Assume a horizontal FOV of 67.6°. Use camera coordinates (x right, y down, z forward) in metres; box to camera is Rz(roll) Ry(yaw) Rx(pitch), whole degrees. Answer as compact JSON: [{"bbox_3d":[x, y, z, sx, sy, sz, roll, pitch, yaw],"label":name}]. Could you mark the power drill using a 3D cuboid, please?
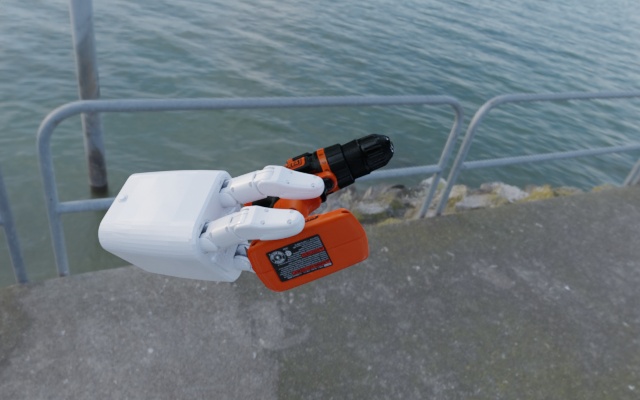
[{"bbox_3d":[0.000,0.002,0.490,0.184,0.057,0.187,-23,24,9],"label":"power drill"}]
